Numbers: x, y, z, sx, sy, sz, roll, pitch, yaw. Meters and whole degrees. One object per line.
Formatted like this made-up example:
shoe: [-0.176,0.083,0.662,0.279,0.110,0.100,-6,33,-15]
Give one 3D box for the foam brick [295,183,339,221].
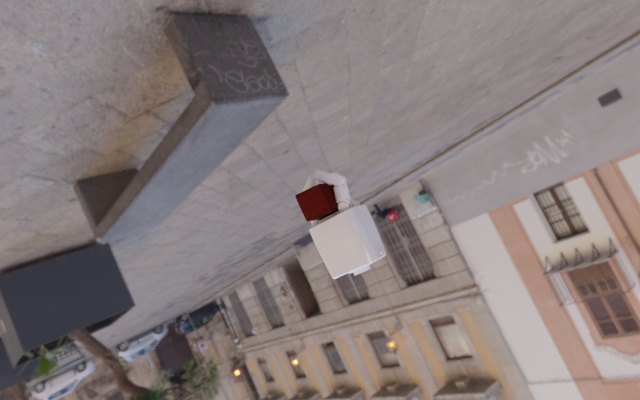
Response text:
foam brick: [0.000,0.003,0.864,0.053,0.051,0.078,-26,-8,20]
